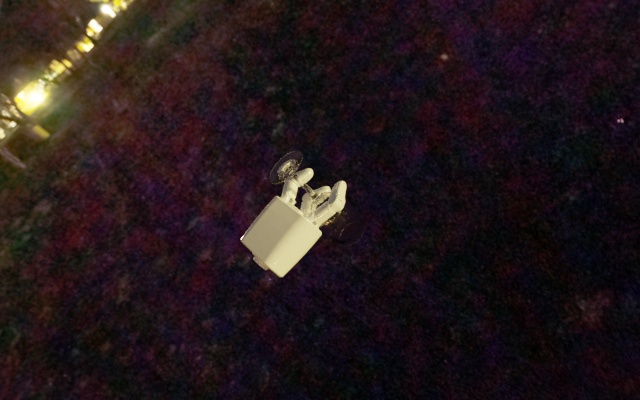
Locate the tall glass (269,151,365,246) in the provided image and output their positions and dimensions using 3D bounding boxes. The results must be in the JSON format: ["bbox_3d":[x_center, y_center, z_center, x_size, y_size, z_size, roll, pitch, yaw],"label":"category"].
[{"bbox_3d":[0.000,0.002,0.871,0.079,0.079,0.201,0,-37,50],"label":"tall glass"}]
